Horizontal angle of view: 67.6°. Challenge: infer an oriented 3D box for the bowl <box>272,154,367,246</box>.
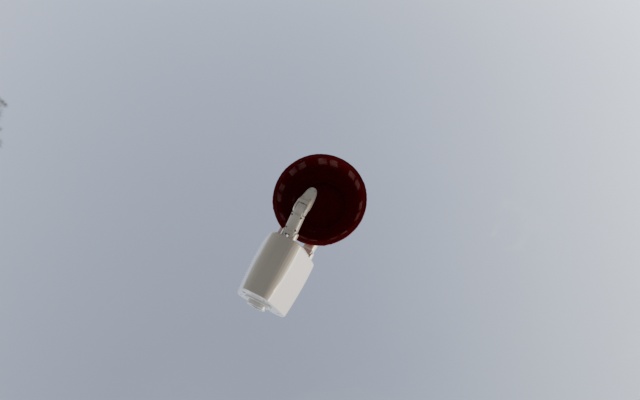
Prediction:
[{"bbox_3d":[0.001,0.002,0.837,0.162,0.162,0.055,0,-13,5],"label":"bowl"}]
